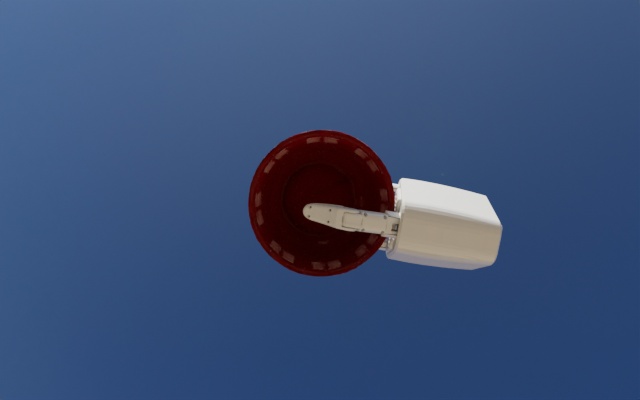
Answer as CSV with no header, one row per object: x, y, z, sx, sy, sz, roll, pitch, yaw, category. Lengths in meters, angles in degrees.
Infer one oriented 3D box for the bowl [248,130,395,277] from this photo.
-0.001,0.001,0.545,0.162,0.162,0.055,0,7,-5,bowl
